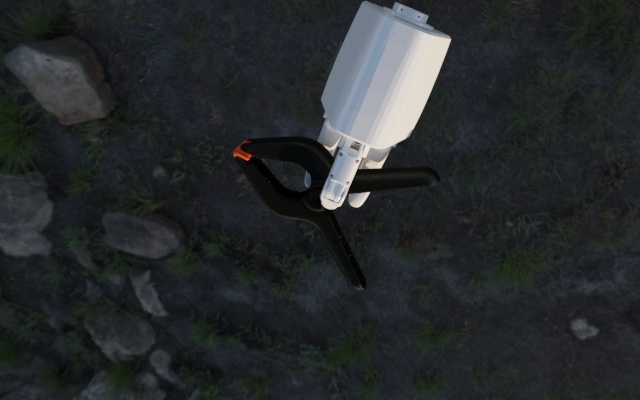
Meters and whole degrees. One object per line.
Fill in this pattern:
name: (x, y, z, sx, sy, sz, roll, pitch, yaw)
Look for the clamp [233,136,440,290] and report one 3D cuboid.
clamp: (0.000, 0.002, 0.520, 0.210, 0.165, 0.036, 23, 22, 0)
